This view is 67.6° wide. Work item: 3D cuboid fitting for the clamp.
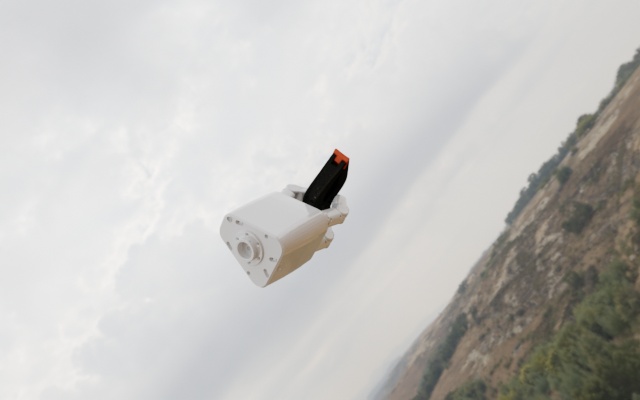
[{"bbox_3d":[0.000,0.002,0.776,0.036,0.210,0.164,38,33,14],"label":"clamp"}]
